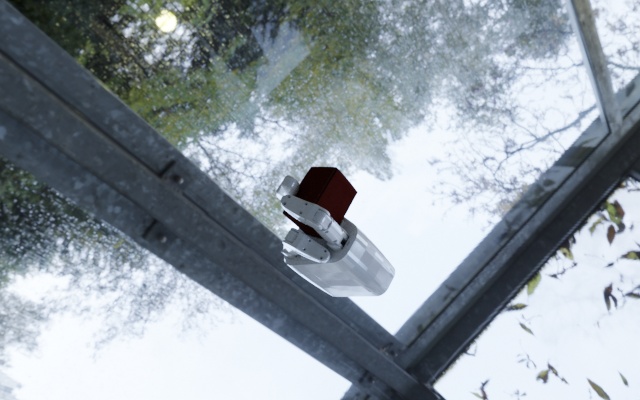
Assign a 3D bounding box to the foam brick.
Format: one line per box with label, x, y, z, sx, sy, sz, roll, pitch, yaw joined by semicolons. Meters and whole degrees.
foam brick;0.000;0.002;0.610;0.053;0.078;0.051;9;-28;51
